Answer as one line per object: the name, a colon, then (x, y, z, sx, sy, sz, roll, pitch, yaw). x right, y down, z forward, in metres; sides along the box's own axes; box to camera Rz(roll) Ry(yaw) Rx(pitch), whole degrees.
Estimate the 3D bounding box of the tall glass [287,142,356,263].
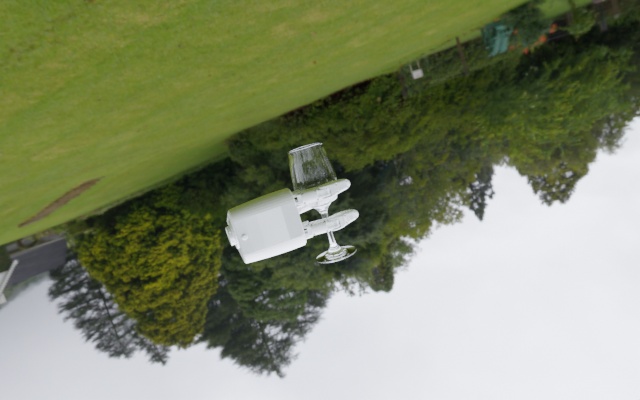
tall glass: (0.000, 0.003, 0.832, 0.079, 0.201, 0.079, -16, 10, 3)
